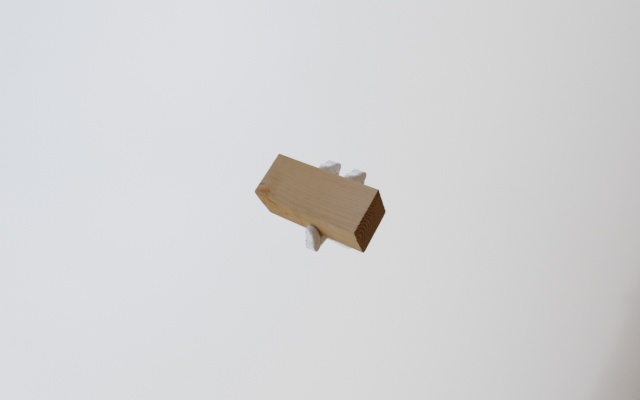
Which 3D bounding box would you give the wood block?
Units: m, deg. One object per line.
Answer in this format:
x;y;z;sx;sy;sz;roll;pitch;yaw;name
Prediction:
0.000;0.003;0.854;0.206;0.090;0.090;21;-20;26;wood block
